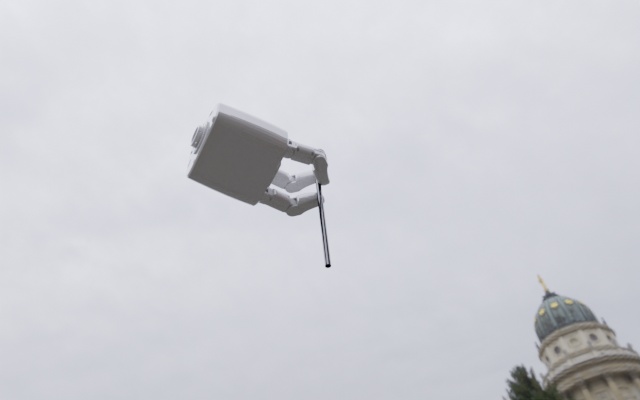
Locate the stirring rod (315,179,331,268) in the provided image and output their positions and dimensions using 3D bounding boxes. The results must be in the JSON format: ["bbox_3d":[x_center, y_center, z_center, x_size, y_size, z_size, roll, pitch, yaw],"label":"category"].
[{"bbox_3d":[0.000,0.002,0.684,0.011,0.011,0.239,0,41,-6],"label":"stirring rod"}]
